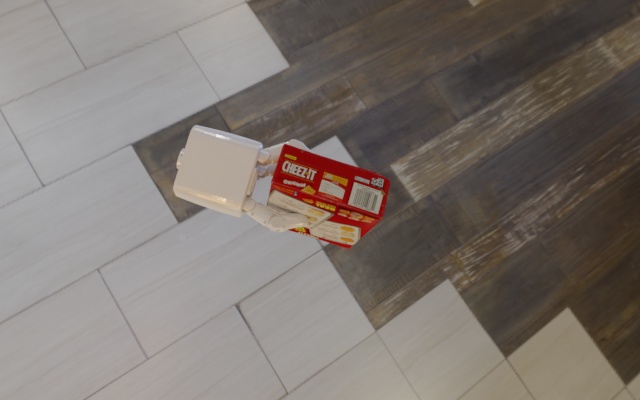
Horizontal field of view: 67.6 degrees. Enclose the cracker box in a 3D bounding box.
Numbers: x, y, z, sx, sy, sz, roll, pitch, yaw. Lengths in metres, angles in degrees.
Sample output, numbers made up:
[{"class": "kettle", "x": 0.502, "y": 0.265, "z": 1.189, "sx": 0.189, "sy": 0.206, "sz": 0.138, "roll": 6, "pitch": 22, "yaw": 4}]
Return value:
[{"class": "cracker box", "x": 0.000, "y": 0.003, "z": 0.759, "sx": 0.164, "sy": 0.072, "sz": 0.214, "roll": 18, "pitch": -19, "yaw": -4}]
